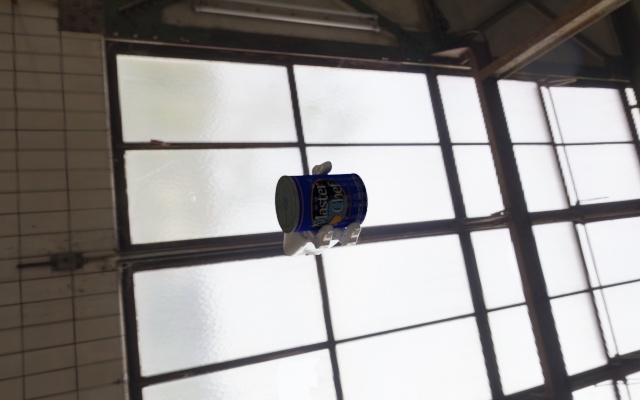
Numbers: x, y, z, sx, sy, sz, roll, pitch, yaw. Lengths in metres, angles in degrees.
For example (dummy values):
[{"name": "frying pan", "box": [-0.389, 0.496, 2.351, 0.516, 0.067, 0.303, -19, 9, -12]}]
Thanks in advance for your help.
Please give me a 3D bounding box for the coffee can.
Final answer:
[{"name": "coffee can", "box": [0.000, 0.003, 0.861, 0.140, 0.103, 0.103, -4, 1, -25]}]
